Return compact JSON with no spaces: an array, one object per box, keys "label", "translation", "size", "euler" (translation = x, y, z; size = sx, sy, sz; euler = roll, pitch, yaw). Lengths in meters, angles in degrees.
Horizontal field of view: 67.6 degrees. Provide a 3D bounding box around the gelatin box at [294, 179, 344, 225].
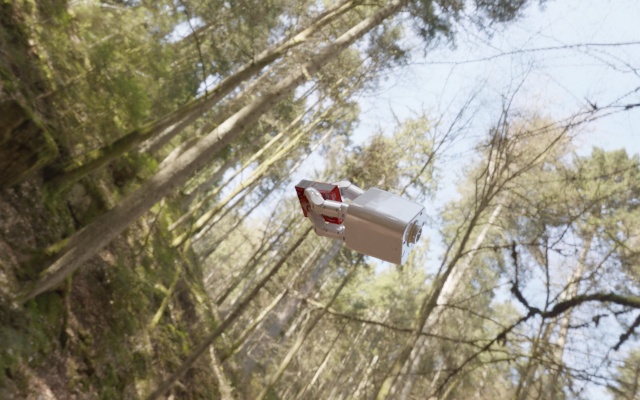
[{"label":"gelatin box","translation":[0.000,0.003,0.885],"size":[0.089,0.073,0.030],"euler":[12,43,38]}]
